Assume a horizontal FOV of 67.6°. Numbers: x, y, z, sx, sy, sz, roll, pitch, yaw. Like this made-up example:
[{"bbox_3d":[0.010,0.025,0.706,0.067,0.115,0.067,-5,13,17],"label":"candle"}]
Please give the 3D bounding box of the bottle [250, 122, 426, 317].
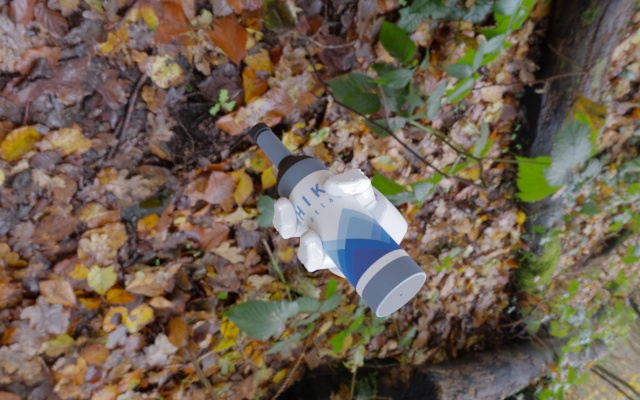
[{"bbox_3d":[0.000,0.002,0.563,0.069,0.069,0.295,0,40,-48],"label":"bottle"}]
